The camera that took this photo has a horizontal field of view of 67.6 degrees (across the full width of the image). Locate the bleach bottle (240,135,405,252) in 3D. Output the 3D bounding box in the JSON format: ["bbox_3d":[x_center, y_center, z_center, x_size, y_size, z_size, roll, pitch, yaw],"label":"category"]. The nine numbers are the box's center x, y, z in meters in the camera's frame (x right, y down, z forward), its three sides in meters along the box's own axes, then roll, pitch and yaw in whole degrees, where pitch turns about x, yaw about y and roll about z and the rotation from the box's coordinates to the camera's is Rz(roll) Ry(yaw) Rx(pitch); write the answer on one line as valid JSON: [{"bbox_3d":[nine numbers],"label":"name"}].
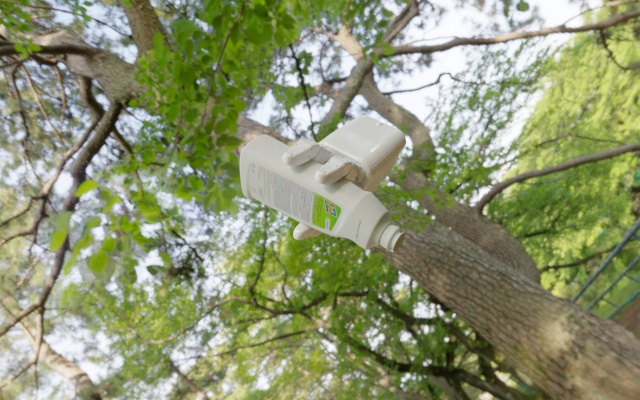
[{"bbox_3d":[0.000,0.002,0.654,0.250,0.103,0.068,30,50,26],"label":"bleach bottle"}]
